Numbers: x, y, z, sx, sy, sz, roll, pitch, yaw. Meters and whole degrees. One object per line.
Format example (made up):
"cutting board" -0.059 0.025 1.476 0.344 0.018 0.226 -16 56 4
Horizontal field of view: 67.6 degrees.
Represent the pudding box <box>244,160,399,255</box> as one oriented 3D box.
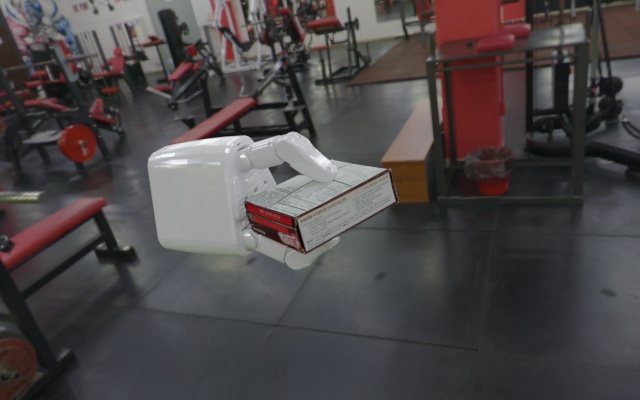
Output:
"pudding box" 0.000 0.001 0.440 0.113 0.039 0.090 -29 26 -29
